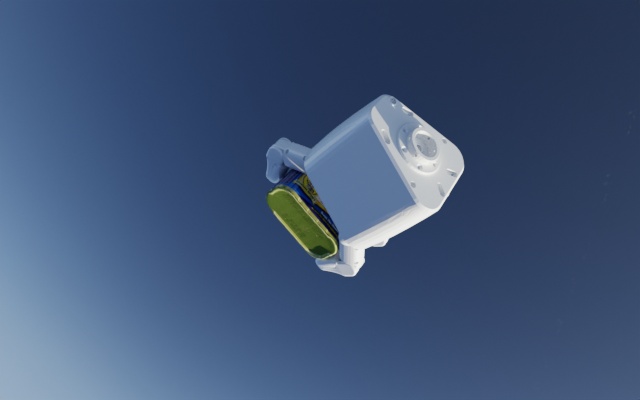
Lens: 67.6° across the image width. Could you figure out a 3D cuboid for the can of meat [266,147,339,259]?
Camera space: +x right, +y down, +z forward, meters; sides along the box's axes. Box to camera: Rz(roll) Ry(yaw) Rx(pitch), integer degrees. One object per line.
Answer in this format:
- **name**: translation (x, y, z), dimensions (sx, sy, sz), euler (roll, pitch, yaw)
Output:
- **can of meat**: translation (0.000, 0.002, 0.533), dimensions (0.057, 0.102, 0.084), euler (-31, 13, 51)
